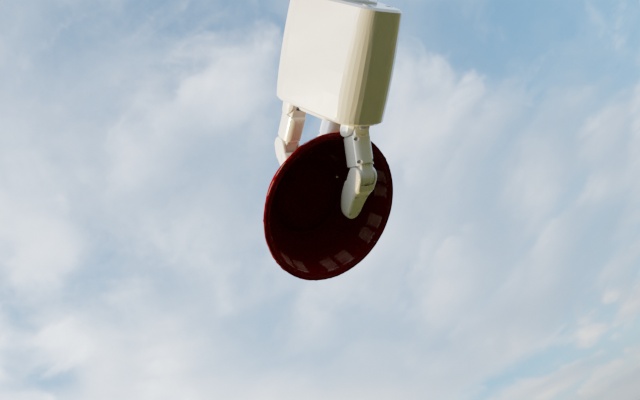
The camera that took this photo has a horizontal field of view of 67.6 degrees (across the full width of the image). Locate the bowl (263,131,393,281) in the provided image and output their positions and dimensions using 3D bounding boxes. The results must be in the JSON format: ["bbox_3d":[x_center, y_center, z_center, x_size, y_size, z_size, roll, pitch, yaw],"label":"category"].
[{"bbox_3d":[-0.001,0.003,0.514,0.162,0.162,0.055,0,16,-35],"label":"bowl"}]
